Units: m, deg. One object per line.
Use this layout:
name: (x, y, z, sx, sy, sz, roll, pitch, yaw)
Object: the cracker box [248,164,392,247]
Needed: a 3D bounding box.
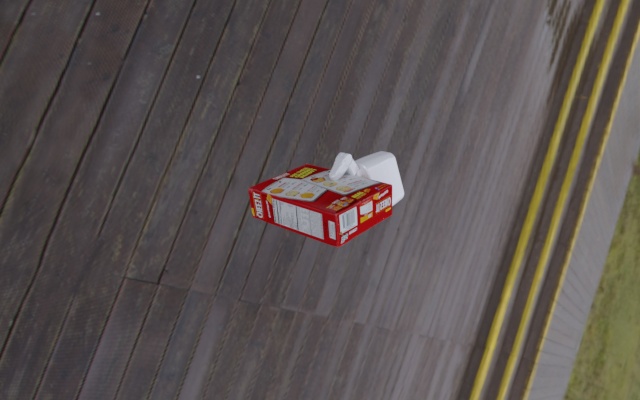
cracker box: (0.000, 0.003, 0.883, 0.213, 0.072, 0.164, 16, 29, 38)
